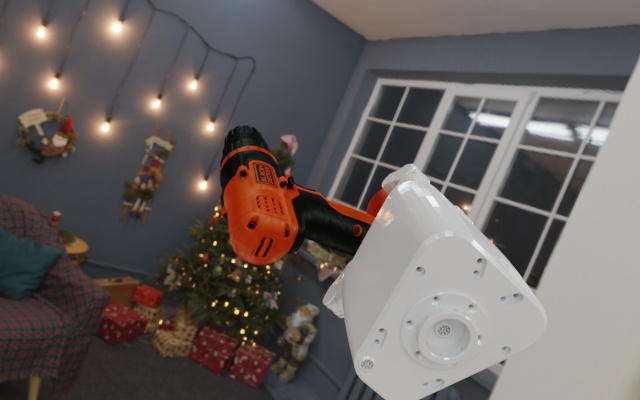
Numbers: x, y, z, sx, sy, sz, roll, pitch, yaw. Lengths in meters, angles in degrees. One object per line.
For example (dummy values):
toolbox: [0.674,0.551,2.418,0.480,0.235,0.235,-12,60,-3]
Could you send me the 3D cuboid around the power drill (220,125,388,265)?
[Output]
power drill: [0.001,0.002,0.437,0.188,0.057,0.184,14,30,-22]
